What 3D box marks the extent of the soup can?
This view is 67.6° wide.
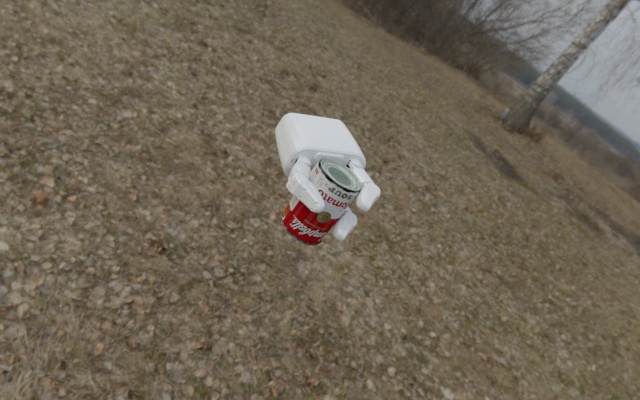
[{"bbox_3d":[0.000,0.002,0.641,0.068,0.102,0.068,29,27,-16],"label":"soup can"}]
